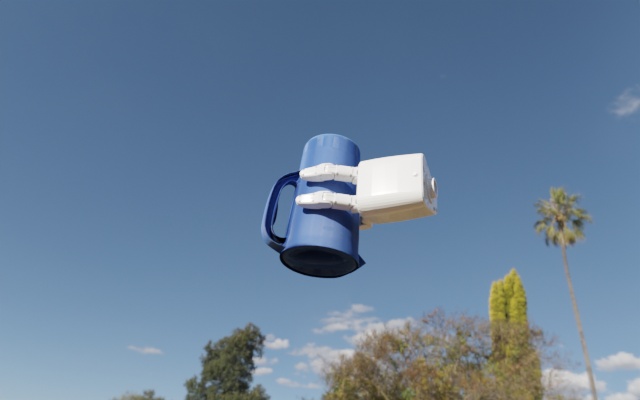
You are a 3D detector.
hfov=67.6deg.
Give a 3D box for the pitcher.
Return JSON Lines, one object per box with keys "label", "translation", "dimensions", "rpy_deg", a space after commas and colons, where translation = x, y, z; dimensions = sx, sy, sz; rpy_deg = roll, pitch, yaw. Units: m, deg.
{"label": "pitcher", "translation": [0.000, 0.003, 0.843], "dimensions": [0.145, 0.242, 0.149], "rpy_deg": [-8, -33, 23]}
